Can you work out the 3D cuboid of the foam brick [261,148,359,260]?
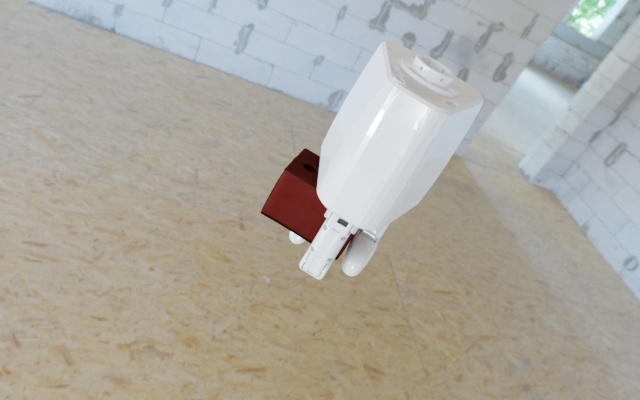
[{"bbox_3d":[0.000,0.001,0.410,0.078,0.051,0.053,31,33,3],"label":"foam brick"}]
